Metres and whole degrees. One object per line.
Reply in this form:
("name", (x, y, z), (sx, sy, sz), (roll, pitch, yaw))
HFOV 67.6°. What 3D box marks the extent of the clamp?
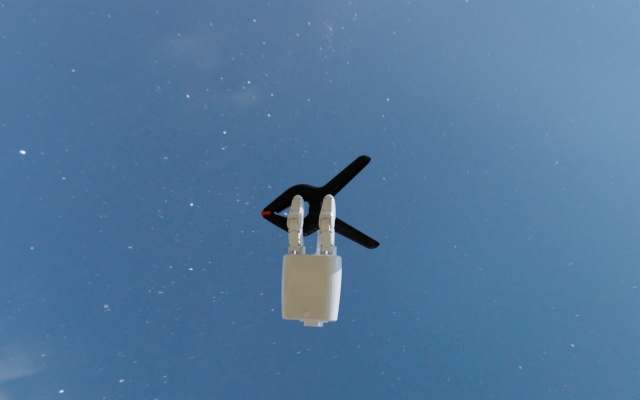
("clamp", (0.000, 0.003, 0.834), (0.210, 0.164, 0.036), (-1, -17, 15))
